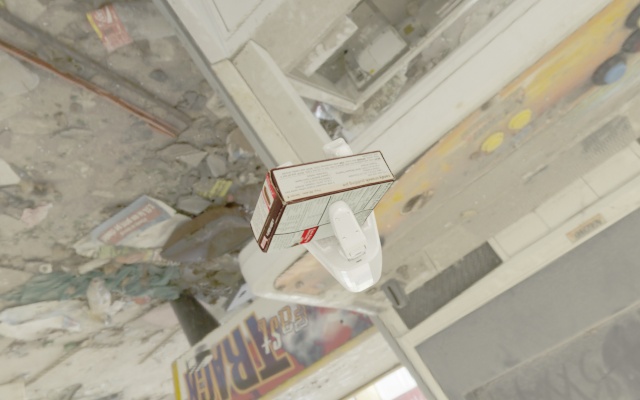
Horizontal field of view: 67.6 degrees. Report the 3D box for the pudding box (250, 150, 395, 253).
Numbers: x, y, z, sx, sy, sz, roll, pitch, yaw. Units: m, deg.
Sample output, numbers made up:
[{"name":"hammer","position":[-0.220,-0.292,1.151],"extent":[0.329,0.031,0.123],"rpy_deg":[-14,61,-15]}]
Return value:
[{"name":"pudding box","position":[0.000,0.002,0.434],"extent":[0.113,0.039,0.090],"rpy_deg":[-14,-28,-27]}]
